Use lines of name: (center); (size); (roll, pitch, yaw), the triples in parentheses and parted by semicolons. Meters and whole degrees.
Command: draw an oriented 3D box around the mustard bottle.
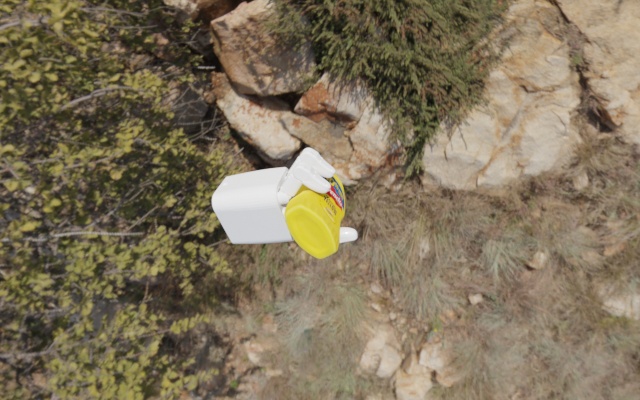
mustard bottle: (0.000, 0.002, 0.756); (0.058, 0.096, 0.191); (-30, 20, 23)
